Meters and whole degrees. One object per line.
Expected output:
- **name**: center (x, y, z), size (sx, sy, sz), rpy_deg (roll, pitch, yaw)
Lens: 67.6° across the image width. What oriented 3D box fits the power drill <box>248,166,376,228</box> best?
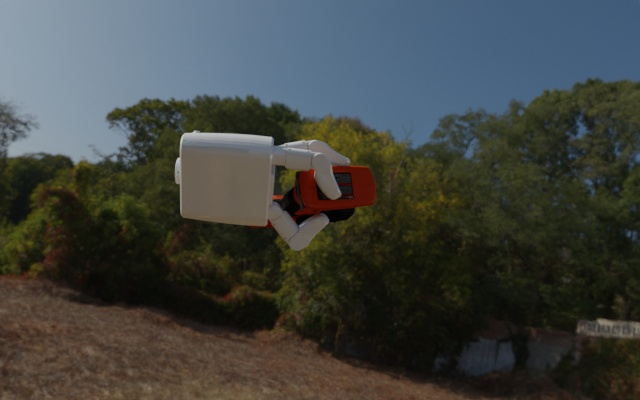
- **power drill**: center (0.000, 0.002, 0.683), size (0.184, 0.057, 0.188), rpy_deg (-4, -12, -27)
